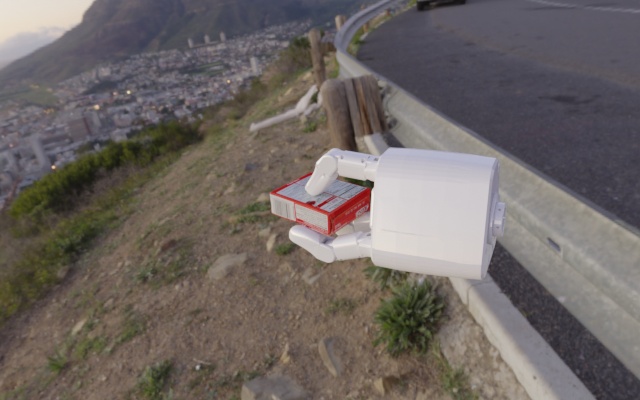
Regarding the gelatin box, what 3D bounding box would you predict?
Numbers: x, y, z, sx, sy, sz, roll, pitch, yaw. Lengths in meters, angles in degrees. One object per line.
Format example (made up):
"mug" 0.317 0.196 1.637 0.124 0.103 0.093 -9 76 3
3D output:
"gelatin box" 0.000 0.001 0.534 0.089 0.030 0.073 19 34 35
